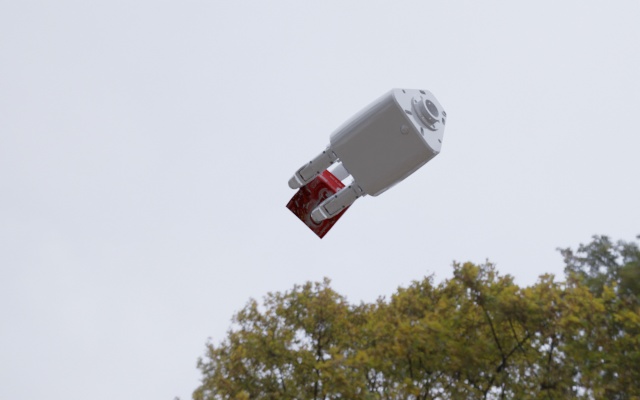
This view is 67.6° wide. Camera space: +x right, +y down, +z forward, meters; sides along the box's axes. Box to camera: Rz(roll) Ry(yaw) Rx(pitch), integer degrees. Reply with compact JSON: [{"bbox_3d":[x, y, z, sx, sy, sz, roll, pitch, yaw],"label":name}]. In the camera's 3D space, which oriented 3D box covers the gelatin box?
[{"bbox_3d":[0.000,0.002,0.678,0.030,0.073,0.089,-43,-6,-47],"label":"gelatin box"}]
